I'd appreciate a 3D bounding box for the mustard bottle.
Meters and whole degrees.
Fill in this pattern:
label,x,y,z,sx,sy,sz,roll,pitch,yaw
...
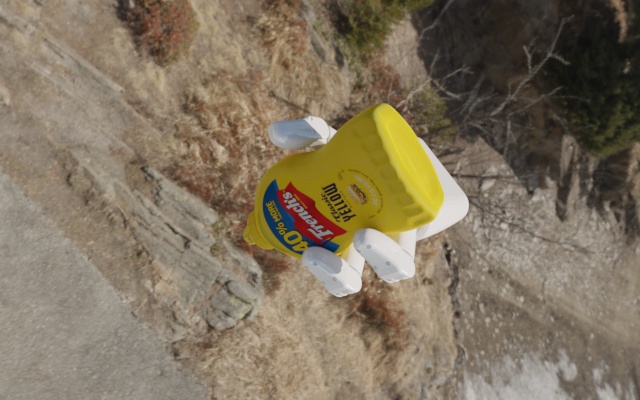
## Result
label,x,y,z,sx,sy,sz,roll,pitch,yaw
mustard bottle,0.000,0.001,0.408,0.192,0.096,0.058,-25,16,37
